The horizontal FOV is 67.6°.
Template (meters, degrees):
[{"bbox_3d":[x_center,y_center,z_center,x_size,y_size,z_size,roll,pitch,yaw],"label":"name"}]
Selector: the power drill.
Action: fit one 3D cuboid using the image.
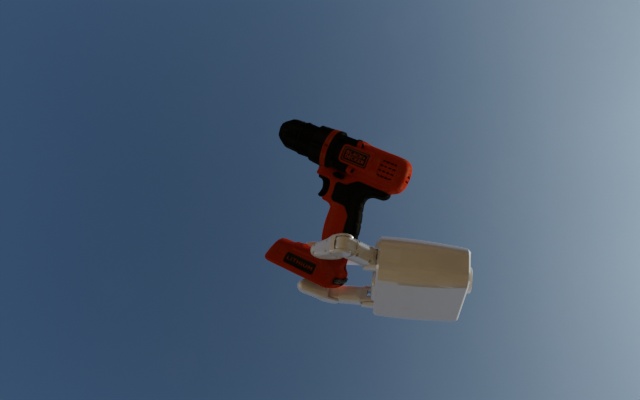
[{"bbox_3d":[0.000,0.003,0.606,0.184,0.187,0.057,24,3,21],"label":"power drill"}]
